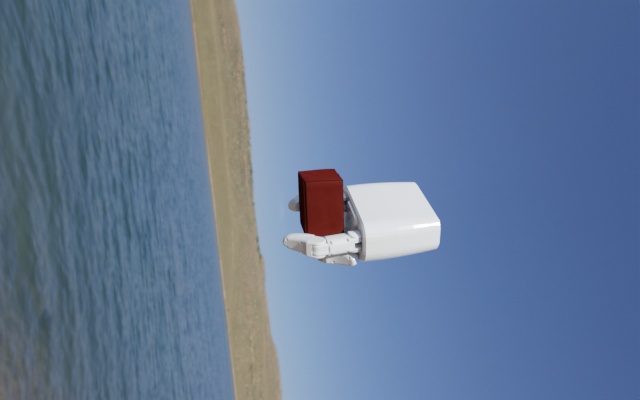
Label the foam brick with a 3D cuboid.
[{"bbox_3d":[0.000,0.002,0.627,0.051,0.078,0.053,-6,22,-9],"label":"foam brick"}]
